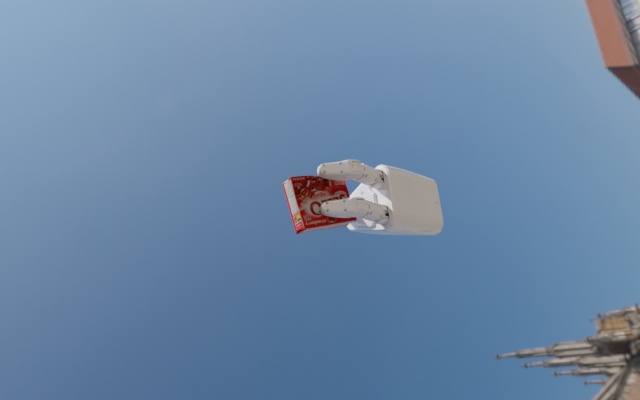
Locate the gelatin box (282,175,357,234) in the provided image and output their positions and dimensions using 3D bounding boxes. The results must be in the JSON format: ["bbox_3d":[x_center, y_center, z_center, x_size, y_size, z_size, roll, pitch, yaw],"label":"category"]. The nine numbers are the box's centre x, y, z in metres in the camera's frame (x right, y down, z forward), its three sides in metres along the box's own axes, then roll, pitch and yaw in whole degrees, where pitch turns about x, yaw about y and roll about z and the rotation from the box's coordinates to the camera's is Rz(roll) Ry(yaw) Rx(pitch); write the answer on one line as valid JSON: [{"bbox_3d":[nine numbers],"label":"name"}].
[{"bbox_3d":[0.000,0.002,0.651,0.089,0.073,0.030,-7,-15,-34],"label":"gelatin box"}]
